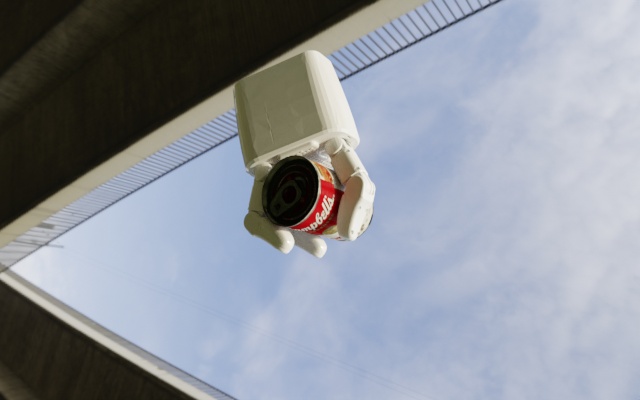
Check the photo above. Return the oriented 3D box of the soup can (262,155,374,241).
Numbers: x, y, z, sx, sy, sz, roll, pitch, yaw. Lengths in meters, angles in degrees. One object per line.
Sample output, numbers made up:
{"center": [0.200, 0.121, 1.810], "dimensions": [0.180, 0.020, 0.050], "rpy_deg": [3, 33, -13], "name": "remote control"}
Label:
{"center": [0.000, 0.002, 0.476], "dimensions": [0.068, 0.068, 0.102], "rpy_deg": [0, -12, 36], "name": "soup can"}
